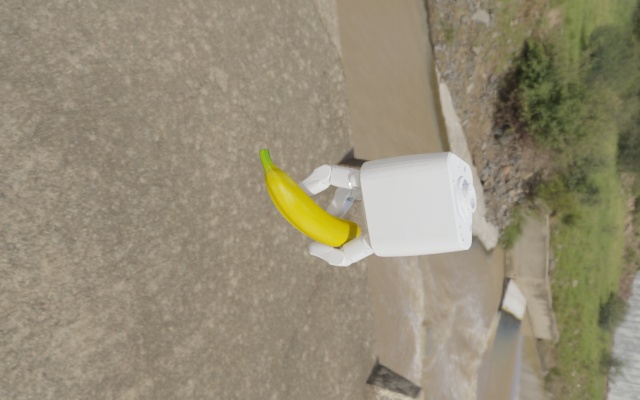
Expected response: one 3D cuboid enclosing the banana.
[{"bbox_3d":[-0.004,0.016,0.576,0.037,0.069,0.198,-16,-40,32],"label":"banana"}]
